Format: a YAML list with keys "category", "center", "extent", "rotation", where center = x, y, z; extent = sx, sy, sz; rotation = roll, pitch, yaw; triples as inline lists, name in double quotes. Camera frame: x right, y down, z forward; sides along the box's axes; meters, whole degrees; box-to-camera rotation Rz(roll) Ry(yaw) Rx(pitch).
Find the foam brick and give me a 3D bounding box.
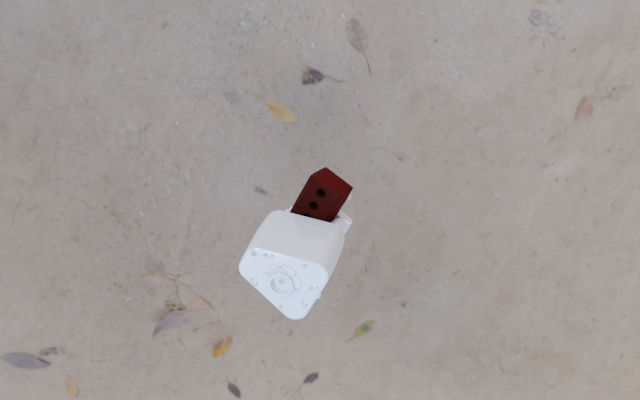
- category: "foam brick"
  center: [0.000, 0.002, 0.677]
  extent: [0.053, 0.078, 0.051]
  rotation: [36, 26, 12]
